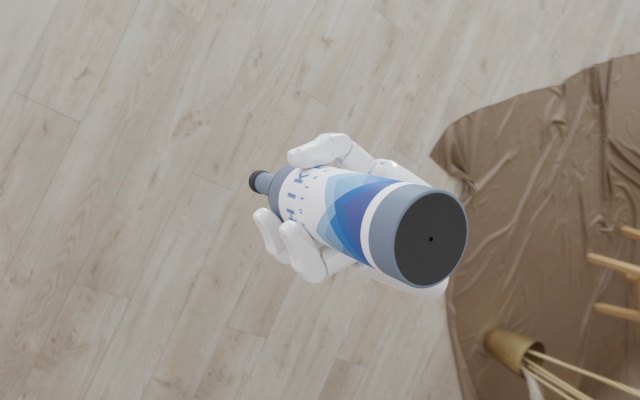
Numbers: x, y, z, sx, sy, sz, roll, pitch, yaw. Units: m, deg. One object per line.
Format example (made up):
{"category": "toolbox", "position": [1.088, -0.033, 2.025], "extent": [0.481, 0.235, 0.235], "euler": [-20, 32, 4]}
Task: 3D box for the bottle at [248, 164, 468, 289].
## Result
{"category": "bottle", "position": [0.000, 0.001, 0.434], "extent": [0.069, 0.069, 0.295], "euler": [0, 9, -30]}
